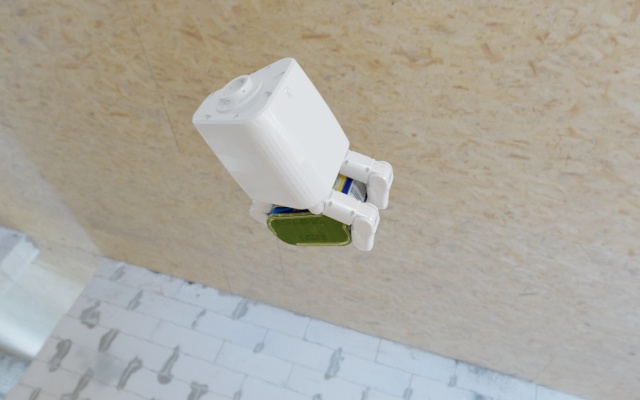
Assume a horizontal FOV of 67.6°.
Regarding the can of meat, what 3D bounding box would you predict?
[{"bbox_3d":[0.000,0.002,0.521,0.102,0.084,0.057,-5,-45,33],"label":"can of meat"}]
